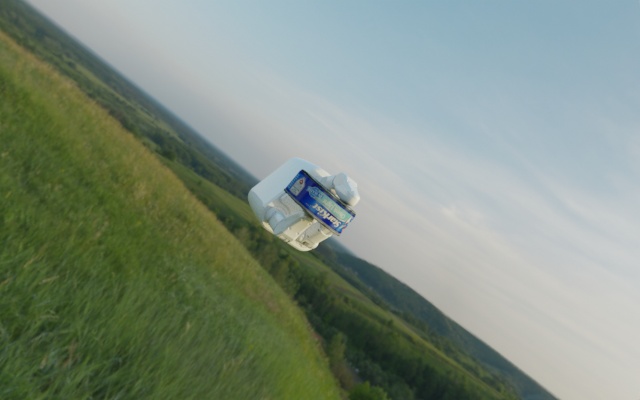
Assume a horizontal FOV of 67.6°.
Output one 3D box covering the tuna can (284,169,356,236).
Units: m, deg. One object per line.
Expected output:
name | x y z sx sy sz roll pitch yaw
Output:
tuna can | 0.000 0.001 0.559 0.086 0.034 0.086 40 3 -2
